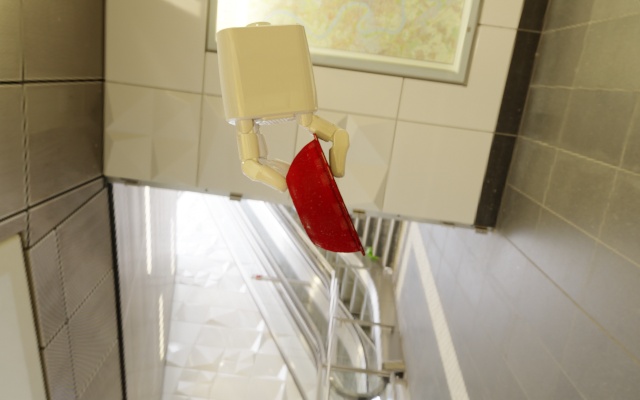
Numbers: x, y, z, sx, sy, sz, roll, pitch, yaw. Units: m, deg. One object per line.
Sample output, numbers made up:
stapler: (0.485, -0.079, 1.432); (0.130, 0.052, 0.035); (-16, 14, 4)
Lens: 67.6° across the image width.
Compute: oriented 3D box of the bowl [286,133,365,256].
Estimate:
bowl: (0.000, 0.003, 0.584); (0.055, 0.162, 0.162); (-23, -1, 3)
